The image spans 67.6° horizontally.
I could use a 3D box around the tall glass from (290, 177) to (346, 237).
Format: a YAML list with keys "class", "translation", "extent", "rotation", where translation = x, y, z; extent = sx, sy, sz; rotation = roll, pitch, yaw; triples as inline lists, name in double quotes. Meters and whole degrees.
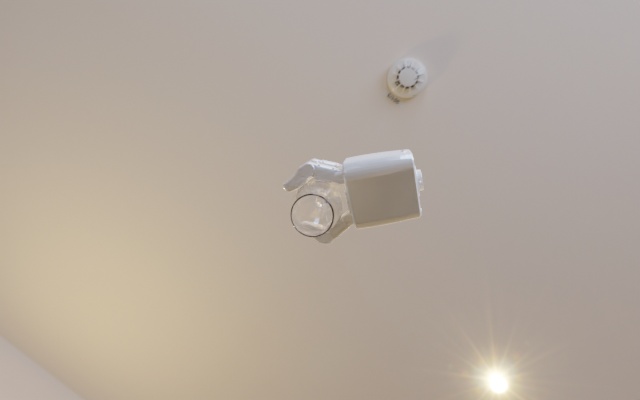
- class: "tall glass"
  translation: [0.000, 0.002, 0.759]
  extent: [0.079, 0.079, 0.201]
  rotation: [0, 11, 7]
